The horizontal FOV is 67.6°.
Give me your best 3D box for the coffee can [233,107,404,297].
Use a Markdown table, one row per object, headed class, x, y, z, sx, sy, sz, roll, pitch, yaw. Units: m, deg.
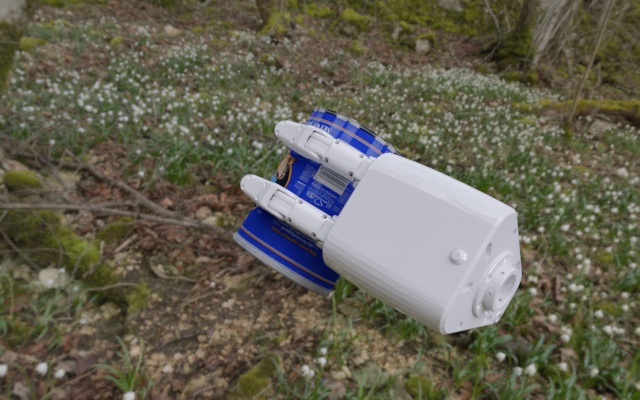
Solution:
| class | x | y | z | sx | sy | sz | roll | pitch | yaw |
| --- | --- | --- | --- | --- | --- | --- | --- | --- | --- |
| coffee can | 0.000 | 0.002 | 0.440 | 0.103 | 0.140 | 0.103 | 31 | -3 | 2 |
